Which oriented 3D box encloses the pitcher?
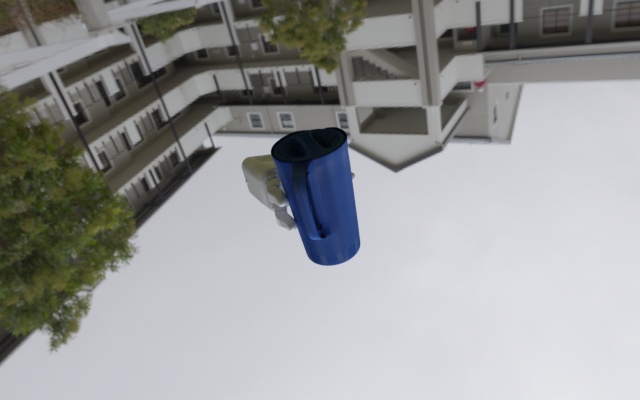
[{"bbox_3d":[0.000,0.003,0.862,0.149,0.243,0.145,-29,34,-25],"label":"pitcher"}]
